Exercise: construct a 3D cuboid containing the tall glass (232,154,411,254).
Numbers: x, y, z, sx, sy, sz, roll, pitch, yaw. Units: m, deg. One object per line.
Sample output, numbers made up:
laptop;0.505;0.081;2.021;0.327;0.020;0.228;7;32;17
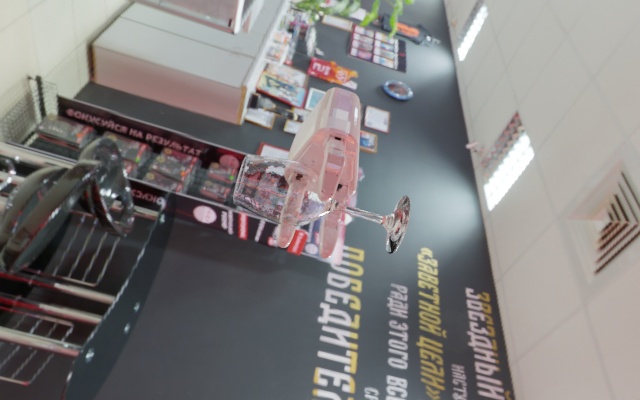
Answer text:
tall glass;0.001;0.002;0.572;0.201;0.079;0.079;16;-2;-6
